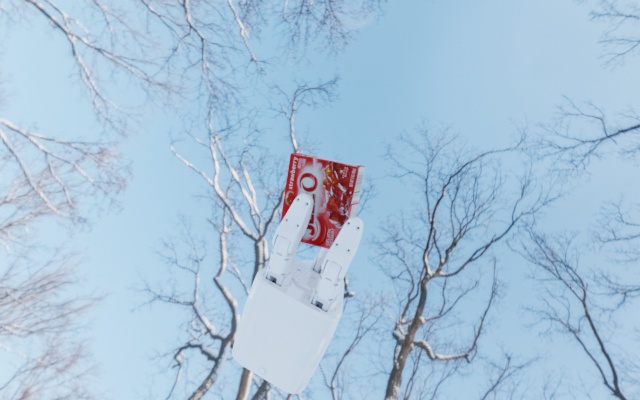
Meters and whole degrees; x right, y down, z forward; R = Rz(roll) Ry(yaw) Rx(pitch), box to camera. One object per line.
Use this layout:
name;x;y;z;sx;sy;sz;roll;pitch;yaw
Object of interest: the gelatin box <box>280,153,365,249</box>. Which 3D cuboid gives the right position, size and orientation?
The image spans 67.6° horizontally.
gelatin box;0.000;0.001;0.486;0.073;0.089;0.030;13;9;18
